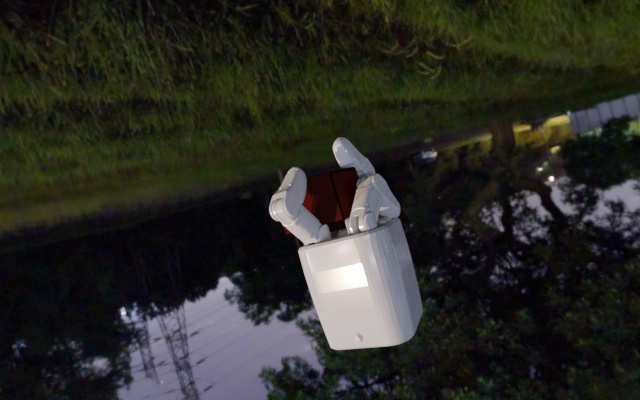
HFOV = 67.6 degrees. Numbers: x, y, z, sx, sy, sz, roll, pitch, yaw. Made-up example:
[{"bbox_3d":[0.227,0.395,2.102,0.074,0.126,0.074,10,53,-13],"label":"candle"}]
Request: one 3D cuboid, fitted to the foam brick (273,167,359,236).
[{"bbox_3d":[0.000,0.002,0.500,0.078,0.051,0.053,-17,-1,36],"label":"foam brick"}]
